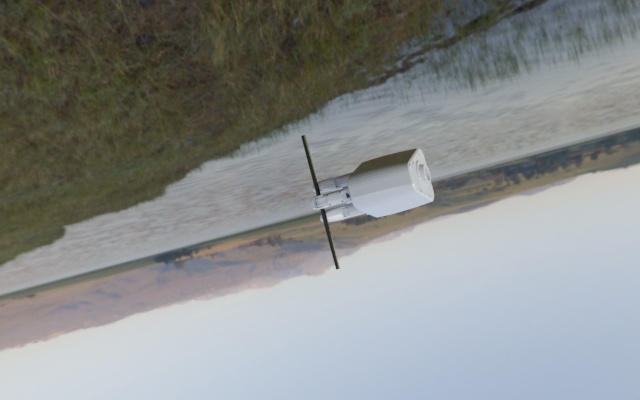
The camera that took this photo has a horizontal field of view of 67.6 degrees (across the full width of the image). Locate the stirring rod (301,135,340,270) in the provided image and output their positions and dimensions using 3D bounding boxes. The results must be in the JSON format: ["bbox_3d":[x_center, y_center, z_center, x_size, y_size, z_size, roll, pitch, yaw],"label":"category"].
[{"bbox_3d":[0.000,0.003,0.833,0.011,0.239,0.011,-15,-1,0],"label":"stirring rod"}]
